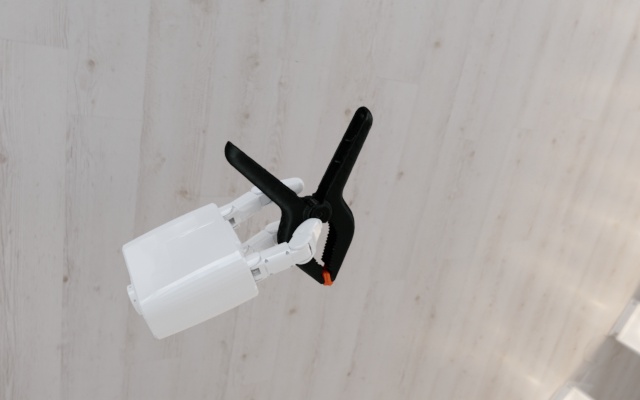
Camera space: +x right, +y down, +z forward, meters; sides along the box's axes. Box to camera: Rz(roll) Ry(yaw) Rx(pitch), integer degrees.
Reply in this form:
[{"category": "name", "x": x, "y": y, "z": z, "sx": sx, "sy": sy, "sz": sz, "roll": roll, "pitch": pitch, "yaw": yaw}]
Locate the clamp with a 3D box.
[{"category": "clamp", "x": 0.000, "y": 0.003, "z": 0.539, "sx": 0.164, "sy": 0.210, "sz": 0.036, "roll": -23, "pitch": 30, "yaw": -13}]
